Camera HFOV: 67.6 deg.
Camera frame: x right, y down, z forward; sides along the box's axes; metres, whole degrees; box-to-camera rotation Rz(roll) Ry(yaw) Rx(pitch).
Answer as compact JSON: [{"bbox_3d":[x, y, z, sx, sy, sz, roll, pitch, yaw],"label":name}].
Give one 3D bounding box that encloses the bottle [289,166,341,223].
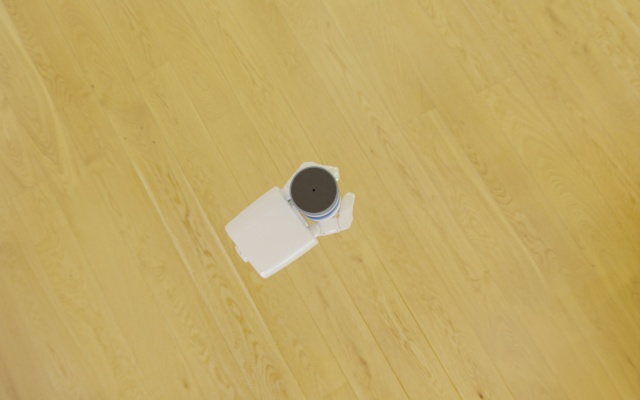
[{"bbox_3d":[0.000,0.003,0.785,0.069,0.069,0.296,0,-6,4],"label":"bottle"}]
